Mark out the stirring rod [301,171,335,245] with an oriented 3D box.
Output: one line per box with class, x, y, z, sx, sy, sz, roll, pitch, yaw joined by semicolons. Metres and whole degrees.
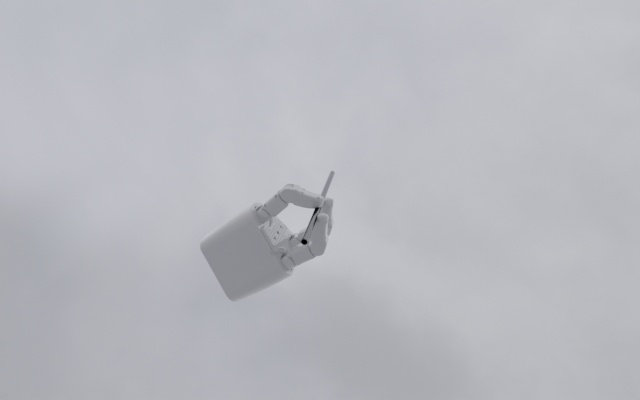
stirring rod;0.000;0.002;0.681;0.011;0.011;0.239;0;23;10
